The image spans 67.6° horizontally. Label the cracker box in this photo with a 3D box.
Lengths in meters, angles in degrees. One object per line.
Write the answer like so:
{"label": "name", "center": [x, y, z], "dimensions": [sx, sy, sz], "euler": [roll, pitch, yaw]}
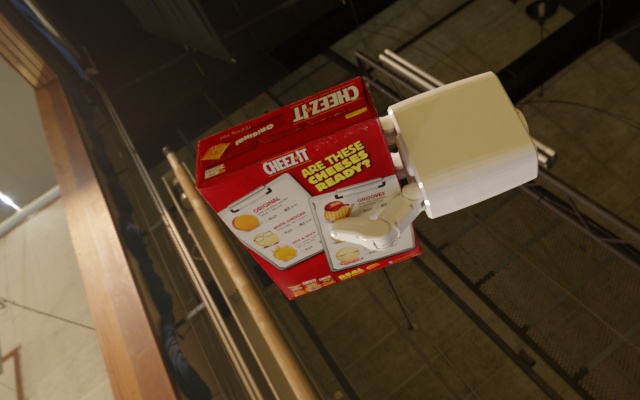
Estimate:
{"label": "cracker box", "center": [0.000, 0.002, 0.483], "dimensions": [0.164, 0.072, 0.214], "euler": [-20, -42, 8]}
